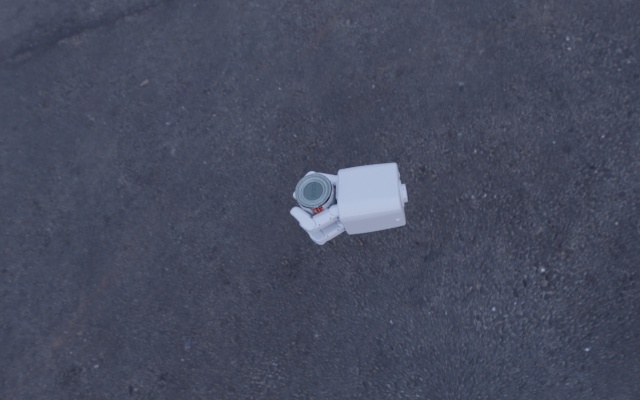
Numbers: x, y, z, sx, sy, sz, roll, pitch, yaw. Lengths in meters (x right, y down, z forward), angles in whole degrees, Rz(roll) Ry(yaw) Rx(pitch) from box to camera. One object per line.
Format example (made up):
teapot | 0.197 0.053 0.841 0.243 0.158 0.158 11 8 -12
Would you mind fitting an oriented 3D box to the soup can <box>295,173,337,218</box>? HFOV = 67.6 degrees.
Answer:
soup can | 0.000 0.003 0.858 0.068 0.068 0.102 0 -24 16
